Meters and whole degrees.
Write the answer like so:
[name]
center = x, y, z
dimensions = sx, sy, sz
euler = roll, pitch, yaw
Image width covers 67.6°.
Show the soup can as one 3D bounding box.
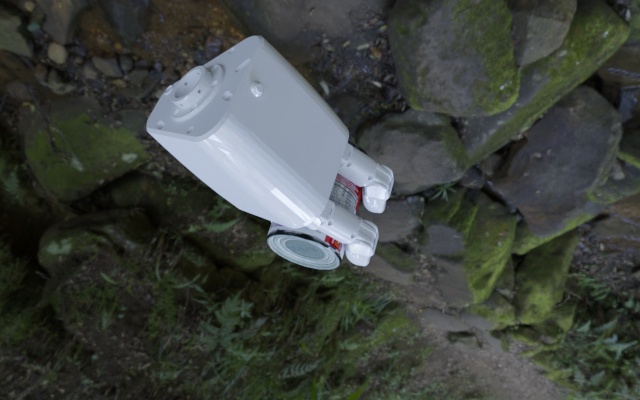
[soup can]
center = 0.000, 0.002, 0.426
dimensions = 0.068, 0.102, 0.068
euler = 15, -27, 8
